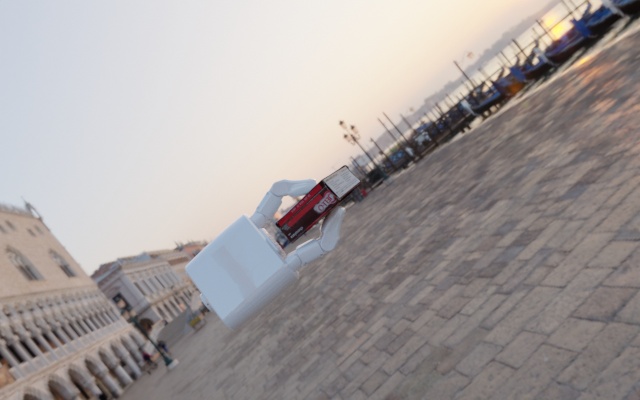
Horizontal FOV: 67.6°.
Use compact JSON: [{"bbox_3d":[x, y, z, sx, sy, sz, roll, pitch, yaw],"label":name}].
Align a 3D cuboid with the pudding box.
[{"bbox_3d":[0.000,0.002,0.628,0.090,0.039,0.113,-41,0,23],"label":"pudding box"}]
